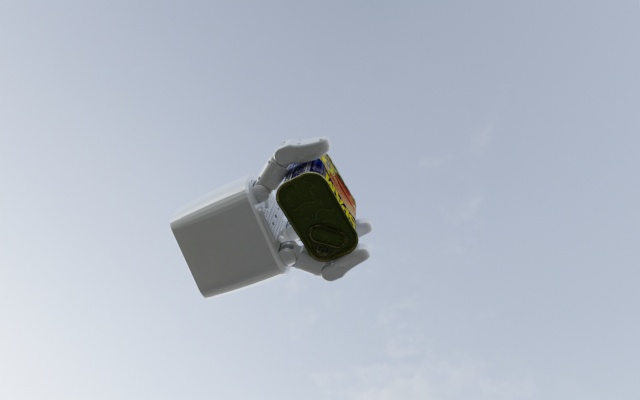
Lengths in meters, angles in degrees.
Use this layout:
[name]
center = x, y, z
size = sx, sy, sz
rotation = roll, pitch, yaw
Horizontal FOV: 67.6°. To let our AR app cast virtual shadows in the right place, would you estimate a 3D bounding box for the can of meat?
[can of meat]
center = 0.000, 0.001, 0.525
size = 0.057, 0.102, 0.084
rotation = -25, 21, 15
